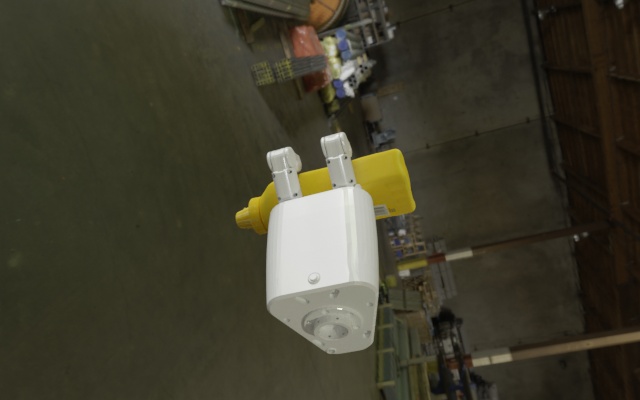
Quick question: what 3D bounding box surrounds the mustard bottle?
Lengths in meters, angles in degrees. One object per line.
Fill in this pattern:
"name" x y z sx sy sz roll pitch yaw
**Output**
"mustard bottle" 0.000 0.001 0.510 0.191 0.058 0.096 -14 -22 12
